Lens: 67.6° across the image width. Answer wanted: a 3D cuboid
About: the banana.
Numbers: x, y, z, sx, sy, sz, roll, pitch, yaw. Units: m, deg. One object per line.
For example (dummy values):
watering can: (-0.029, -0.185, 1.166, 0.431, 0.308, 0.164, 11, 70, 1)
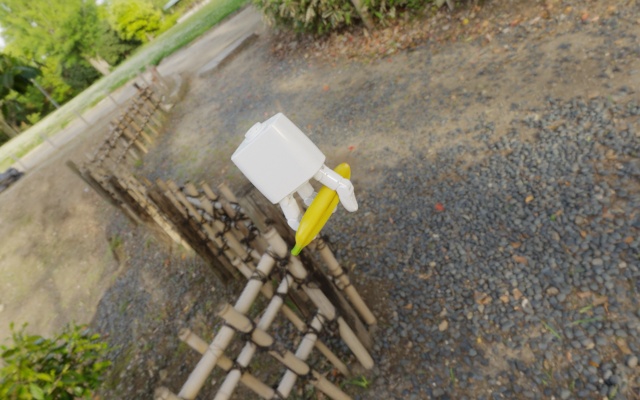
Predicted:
banana: (0.006, 0.001, 0.810, 0.037, 0.197, 0.069, 38, -24, -11)
